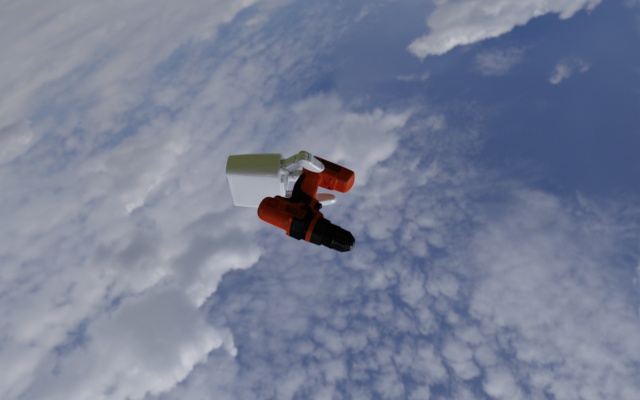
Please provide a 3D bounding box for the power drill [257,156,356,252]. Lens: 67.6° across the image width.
[{"bbox_3d":[0.000,0.003,0.892,0.184,0.057,0.187,23,43,8],"label":"power drill"}]
